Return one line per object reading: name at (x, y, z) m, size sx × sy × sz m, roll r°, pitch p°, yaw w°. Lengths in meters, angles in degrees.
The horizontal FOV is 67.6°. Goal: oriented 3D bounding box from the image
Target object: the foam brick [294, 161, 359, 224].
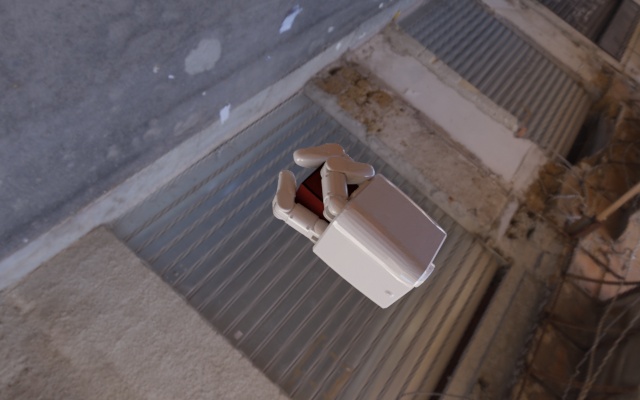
foam brick at (0.000, 0.002, 0.566) m, size 0.053 × 0.051 × 0.078 m, roll -45°, pitch -7°, yaw -35°
